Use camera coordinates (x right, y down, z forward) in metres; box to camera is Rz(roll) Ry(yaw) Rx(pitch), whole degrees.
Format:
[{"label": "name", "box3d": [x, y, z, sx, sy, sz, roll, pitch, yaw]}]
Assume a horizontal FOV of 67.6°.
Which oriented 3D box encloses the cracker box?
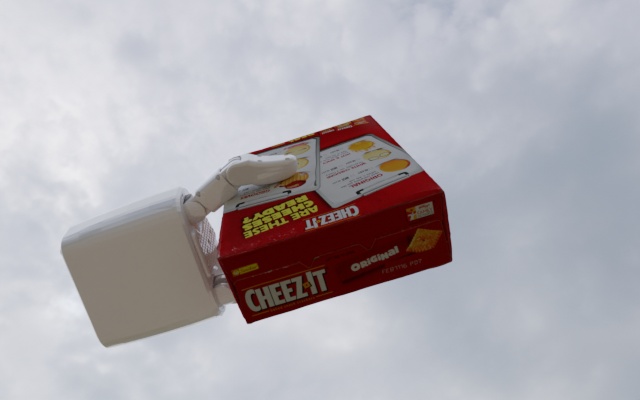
[{"label": "cracker box", "box3d": [0.000, 0.001, 0.432, 0.164, 0.072, 0.213, -17, 26, -1]}]
